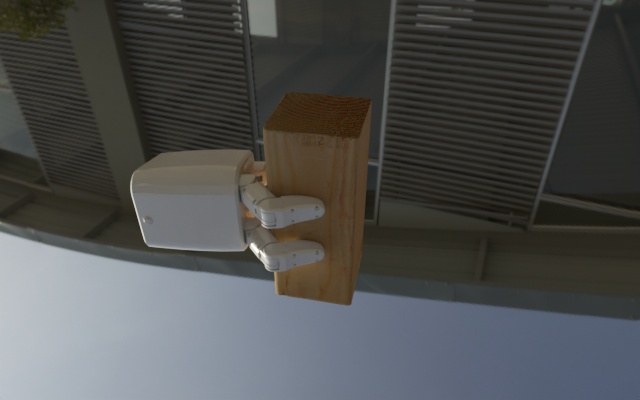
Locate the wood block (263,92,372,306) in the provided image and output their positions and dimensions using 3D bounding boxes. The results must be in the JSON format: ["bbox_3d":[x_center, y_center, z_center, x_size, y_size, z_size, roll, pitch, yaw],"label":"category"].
[{"bbox_3d":[0.000,0.002,0.507,0.090,0.206,0.090,7,36,9],"label":"wood block"}]
